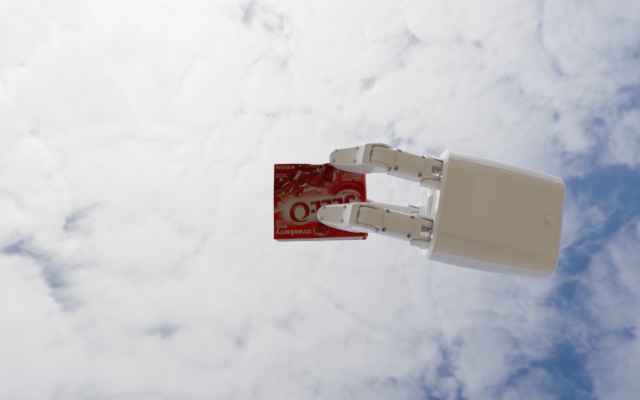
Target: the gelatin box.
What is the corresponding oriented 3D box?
[{"bbox_3d":[0.000,0.002,0.456,0.089,0.073,0.030,-1,-11,3],"label":"gelatin box"}]
